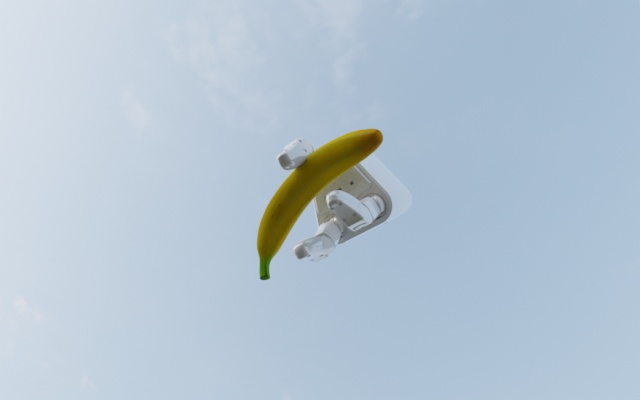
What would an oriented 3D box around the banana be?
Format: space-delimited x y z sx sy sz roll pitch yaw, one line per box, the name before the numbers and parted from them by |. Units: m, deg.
banana | -0.012 -0.007 0.506 0.037 0.198 0.069 18 24 -51
